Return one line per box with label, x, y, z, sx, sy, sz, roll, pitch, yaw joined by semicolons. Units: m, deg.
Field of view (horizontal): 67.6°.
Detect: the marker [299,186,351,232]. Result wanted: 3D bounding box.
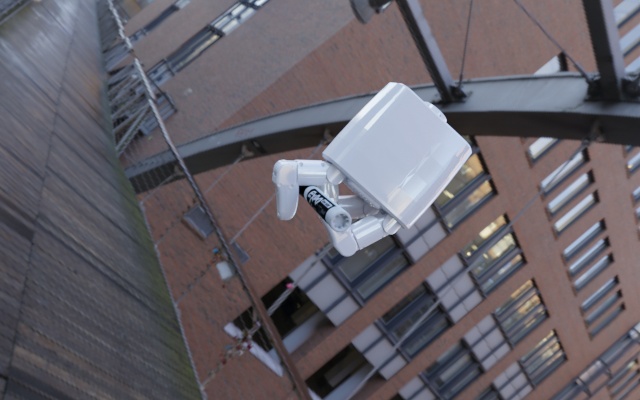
marker;0.000;0.002;0.450;0.020;0.020;0.121;0;16;-17
